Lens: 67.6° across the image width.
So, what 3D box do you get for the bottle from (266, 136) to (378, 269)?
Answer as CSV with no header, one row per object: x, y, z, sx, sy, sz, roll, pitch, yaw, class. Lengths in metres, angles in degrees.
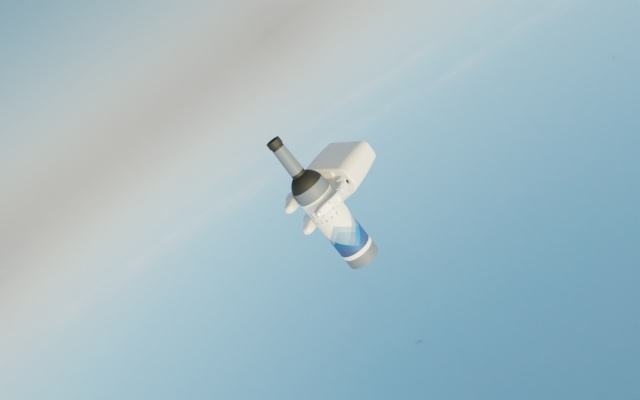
0.000,0.003,0.896,0.069,0.296,0.069,-33,19,13,bottle
